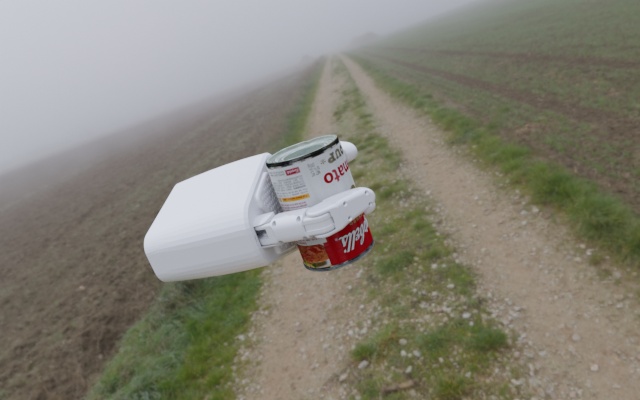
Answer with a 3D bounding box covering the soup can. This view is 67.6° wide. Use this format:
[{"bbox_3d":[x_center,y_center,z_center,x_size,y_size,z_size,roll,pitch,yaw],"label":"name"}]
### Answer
[{"bbox_3d":[0.000,0.001,0.419,0.068,0.102,0.068,-18,17,6],"label":"soup can"}]
